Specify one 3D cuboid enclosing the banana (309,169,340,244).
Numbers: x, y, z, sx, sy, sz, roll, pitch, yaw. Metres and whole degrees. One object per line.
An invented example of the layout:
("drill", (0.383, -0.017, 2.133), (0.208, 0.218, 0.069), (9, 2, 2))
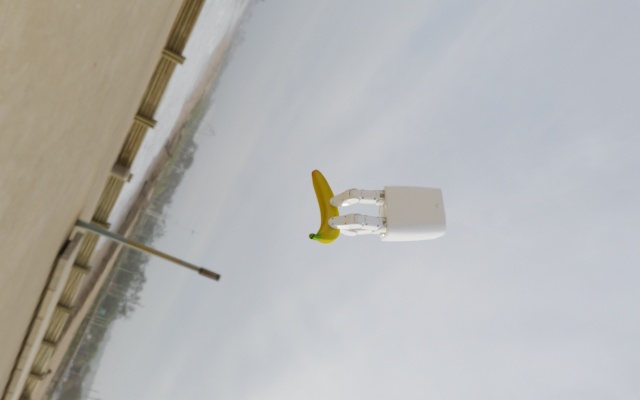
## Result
("banana", (0.010, 0.018, 0.895), (0.037, 0.070, 0.197), (-25, 35, 17))
